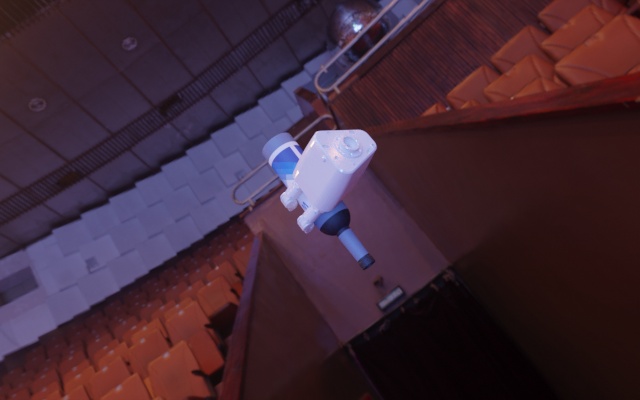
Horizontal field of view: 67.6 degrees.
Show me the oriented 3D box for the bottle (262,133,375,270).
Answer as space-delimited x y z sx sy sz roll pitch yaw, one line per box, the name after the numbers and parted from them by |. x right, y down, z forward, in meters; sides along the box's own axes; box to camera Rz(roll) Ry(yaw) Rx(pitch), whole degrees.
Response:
0.000 0.003 0.878 0.069 0.295 0.069 -33 -18 -13 | bottle
